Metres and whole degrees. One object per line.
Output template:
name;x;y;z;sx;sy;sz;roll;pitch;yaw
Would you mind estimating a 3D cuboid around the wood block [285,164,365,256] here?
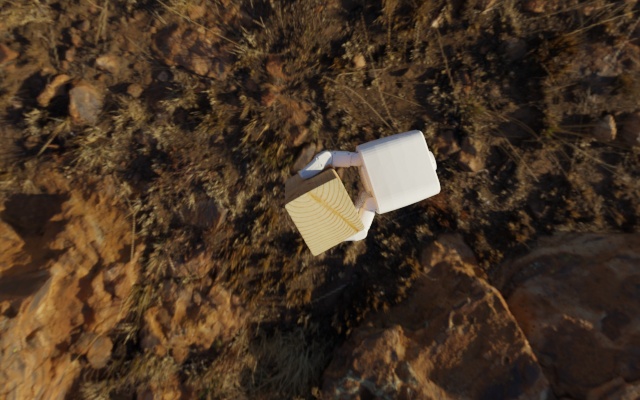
wood block;0.000;0.002;0.789;0.090;0.091;0.206;-28;12;2
